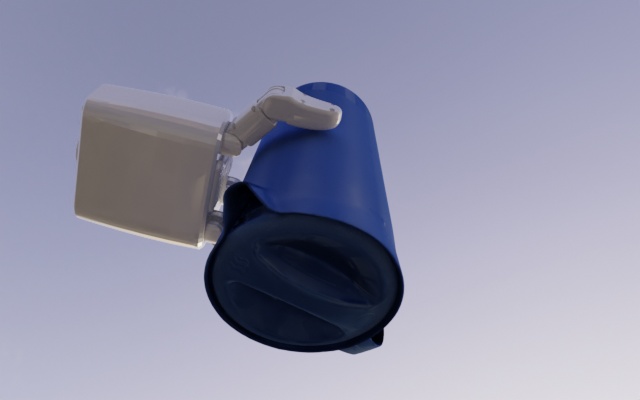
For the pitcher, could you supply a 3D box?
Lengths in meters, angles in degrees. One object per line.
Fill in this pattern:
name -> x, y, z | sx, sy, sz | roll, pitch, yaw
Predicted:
pitcher -> 0.000, 0.001, 0.413 | 0.145, 0.149, 0.242 | 12, 36, -5
